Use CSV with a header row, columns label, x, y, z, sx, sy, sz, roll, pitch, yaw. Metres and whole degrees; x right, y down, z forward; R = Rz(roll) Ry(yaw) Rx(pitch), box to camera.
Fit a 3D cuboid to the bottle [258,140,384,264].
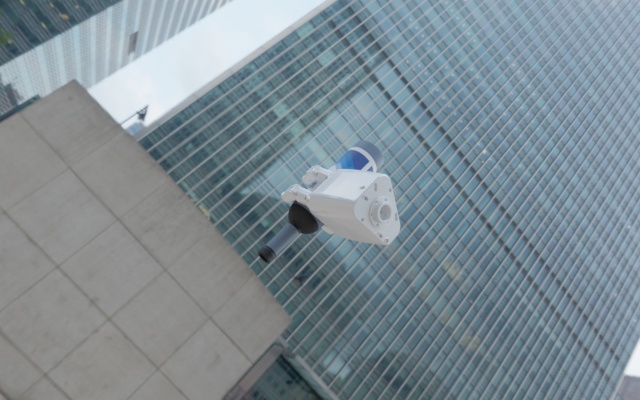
label,x,y,z,sx,sy,sz,roll,pitch,yaw
bottle,0.000,0.003,0.855,0.295,0.069,0.069,-44,23,-26
